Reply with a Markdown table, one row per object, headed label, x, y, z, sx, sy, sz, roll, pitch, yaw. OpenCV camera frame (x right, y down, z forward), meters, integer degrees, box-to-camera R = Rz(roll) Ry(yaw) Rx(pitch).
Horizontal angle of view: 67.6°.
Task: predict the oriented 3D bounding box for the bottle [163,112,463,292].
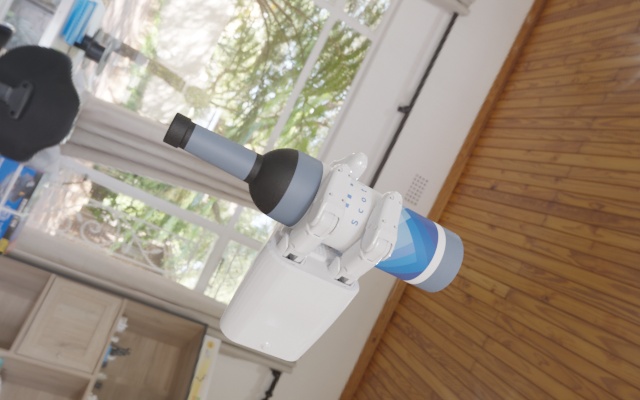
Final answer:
| label | x | y | z | sx | sy | sz | roll | pitch | yaw |
| --- | --- | --- | --- | --- | --- | --- | --- | --- | --- |
| bottle | 0.000 | 0.001 | 0.441 | 0.296 | 0.069 | 0.069 | 27 | -10 | -20 |
